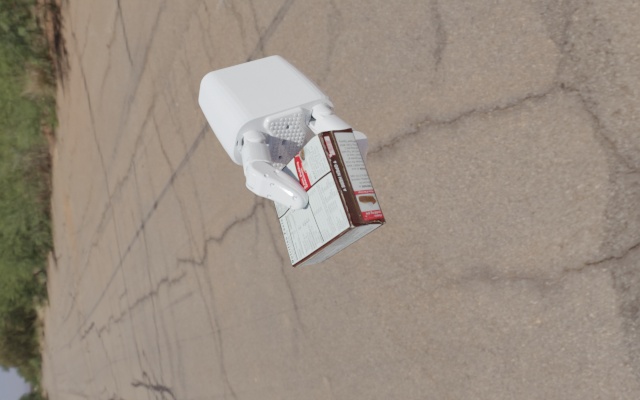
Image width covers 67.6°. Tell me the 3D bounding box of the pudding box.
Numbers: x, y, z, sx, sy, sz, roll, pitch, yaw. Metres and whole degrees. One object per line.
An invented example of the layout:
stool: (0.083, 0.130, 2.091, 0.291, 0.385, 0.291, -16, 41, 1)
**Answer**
pudding box: (0.000, 0.001, 0.429, 0.039, 0.090, 0.113, -9, -18, -33)
